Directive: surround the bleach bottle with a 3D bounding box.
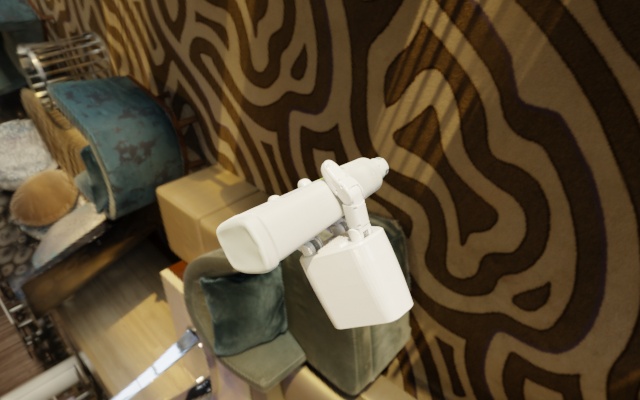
[{"bbox_3d":[0.000,0.002,0.595,0.250,0.068,0.102,-30,9,-34],"label":"bleach bottle"}]
